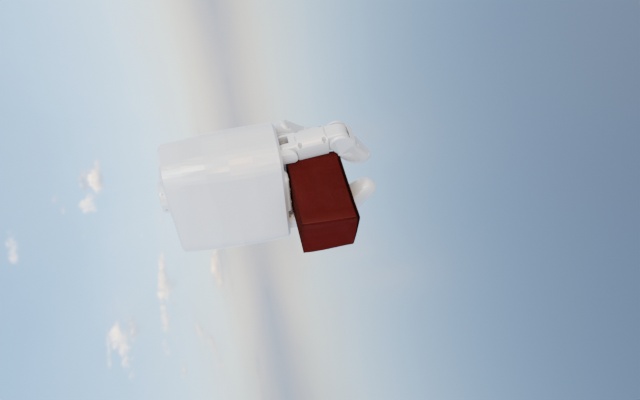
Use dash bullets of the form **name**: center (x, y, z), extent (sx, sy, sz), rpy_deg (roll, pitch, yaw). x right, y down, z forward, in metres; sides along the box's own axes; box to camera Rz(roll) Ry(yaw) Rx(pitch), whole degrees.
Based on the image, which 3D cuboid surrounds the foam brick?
- **foam brick**: center (0.000, 0.002, 0.448), extent (0.051, 0.078, 0.053), rpy_deg (-10, -33, -9)
